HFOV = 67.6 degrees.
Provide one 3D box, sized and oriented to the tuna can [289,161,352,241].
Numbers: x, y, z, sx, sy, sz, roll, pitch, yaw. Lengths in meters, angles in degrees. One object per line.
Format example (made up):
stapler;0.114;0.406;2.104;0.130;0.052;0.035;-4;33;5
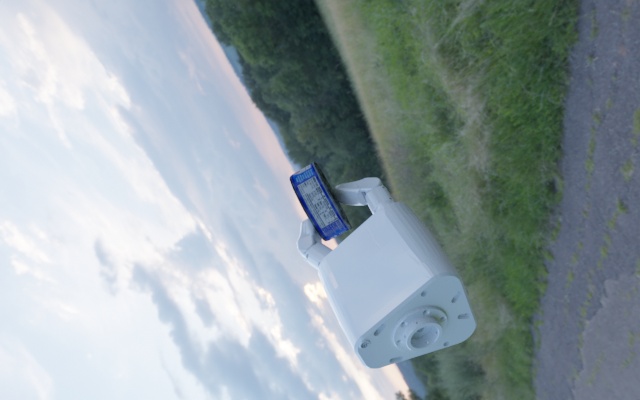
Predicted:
tuna can;0.000;0.002;0.531;0.034;0.086;0.086;-29;-3;4
